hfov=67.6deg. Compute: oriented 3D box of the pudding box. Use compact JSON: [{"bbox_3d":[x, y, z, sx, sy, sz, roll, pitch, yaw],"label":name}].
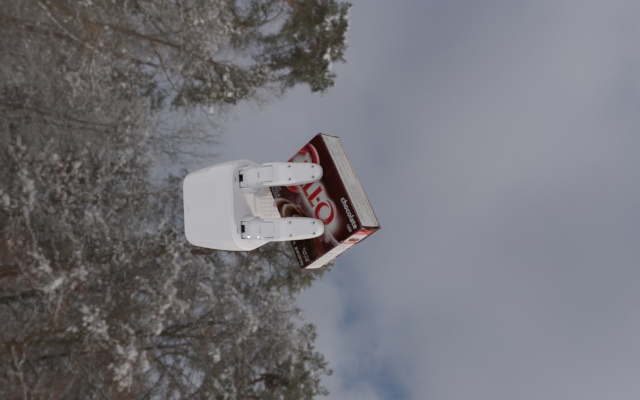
[{"bbox_3d":[0.000,0.002,0.491,0.039,0.113,0.090,-1,-30,-49],"label":"pudding box"}]
